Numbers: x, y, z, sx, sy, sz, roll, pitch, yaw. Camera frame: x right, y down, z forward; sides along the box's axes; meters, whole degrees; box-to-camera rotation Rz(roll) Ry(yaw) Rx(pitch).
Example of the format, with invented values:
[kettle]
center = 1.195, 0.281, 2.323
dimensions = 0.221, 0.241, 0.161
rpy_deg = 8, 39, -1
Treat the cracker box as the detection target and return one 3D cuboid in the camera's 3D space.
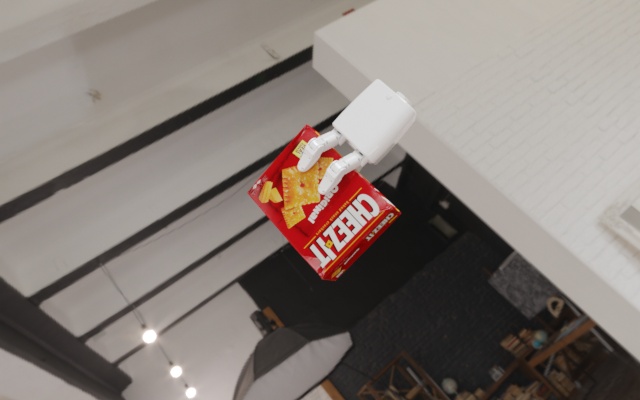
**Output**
[cracker box]
center = 0.000, 0.003, 0.810
dimensions = 0.213, 0.164, 0.072
rpy_deg = 47, 9, 22
